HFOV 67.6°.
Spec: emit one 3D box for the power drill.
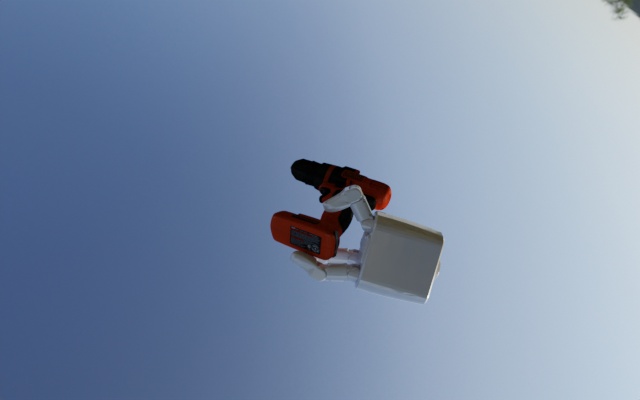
[{"bbox_3d":[0.000,0.003,0.762,0.184,0.057,0.187,18,40,21],"label":"power drill"}]
